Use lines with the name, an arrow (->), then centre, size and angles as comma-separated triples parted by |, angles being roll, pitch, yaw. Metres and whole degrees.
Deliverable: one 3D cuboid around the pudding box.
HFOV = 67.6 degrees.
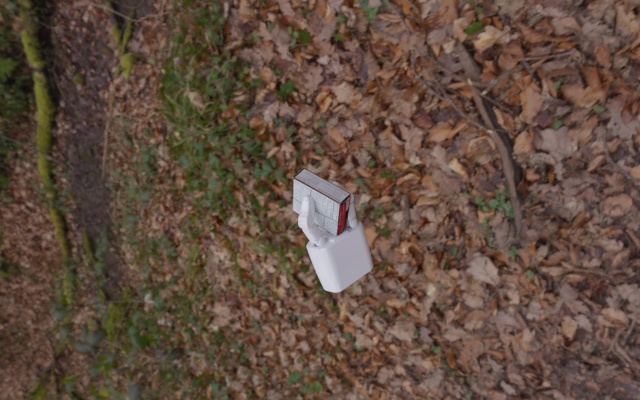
pudding box -> 0.000, 0.003, 0.892 | 0.113, 0.090, 0.039 | 29, 49, 22
